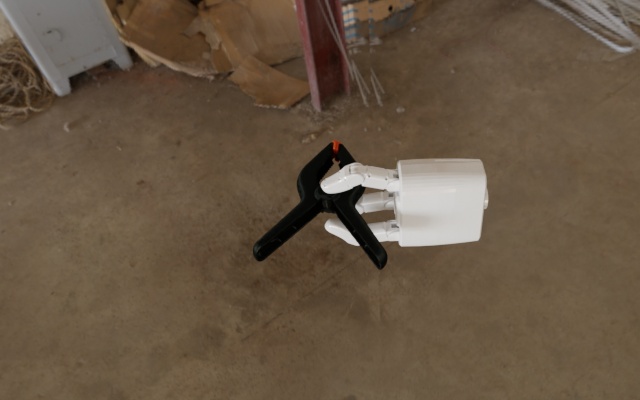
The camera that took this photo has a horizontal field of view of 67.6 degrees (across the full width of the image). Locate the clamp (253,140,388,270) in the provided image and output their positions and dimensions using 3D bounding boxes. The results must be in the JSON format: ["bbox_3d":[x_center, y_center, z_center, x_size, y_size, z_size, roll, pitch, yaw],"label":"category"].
[{"bbox_3d":[0.000,0.001,0.633,0.164,0.209,0.036,-2,-40,4],"label":"clamp"}]
